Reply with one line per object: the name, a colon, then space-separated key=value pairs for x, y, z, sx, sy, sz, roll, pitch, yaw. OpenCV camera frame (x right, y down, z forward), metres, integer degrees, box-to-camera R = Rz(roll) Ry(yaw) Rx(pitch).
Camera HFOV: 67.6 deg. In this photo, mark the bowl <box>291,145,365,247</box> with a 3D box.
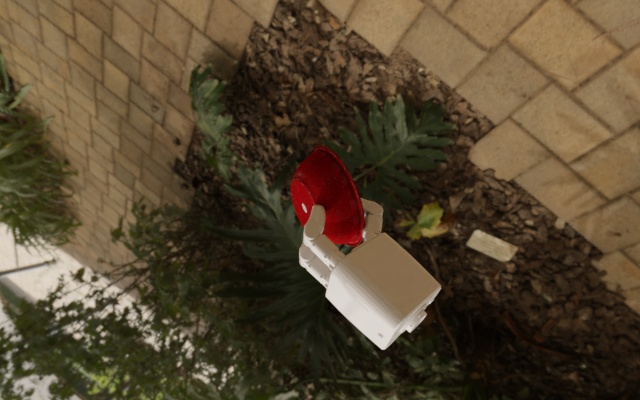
bowl: x=-0.001 y=0.002 z=0.711 sx=0.055 sy=0.162 sz=0.162 roll=-21 pitch=8 yaw=-21
